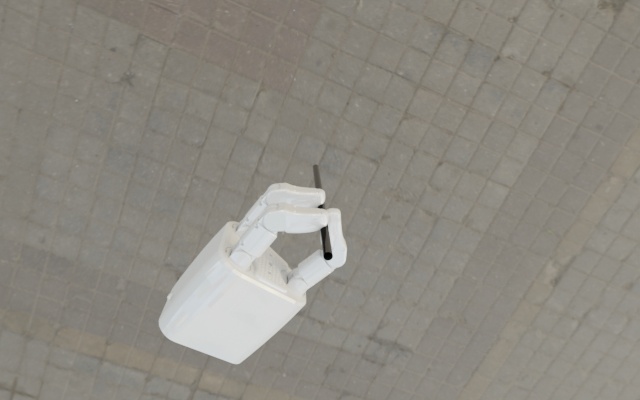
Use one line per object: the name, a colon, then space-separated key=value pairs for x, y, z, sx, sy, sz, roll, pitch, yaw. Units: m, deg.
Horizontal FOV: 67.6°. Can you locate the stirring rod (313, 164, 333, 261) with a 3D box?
stirring rod: x=0.000 y=0.002 z=0.504 sx=0.011 sy=0.011 sz=0.239 roll=0 pitch=22 yaw=-3
